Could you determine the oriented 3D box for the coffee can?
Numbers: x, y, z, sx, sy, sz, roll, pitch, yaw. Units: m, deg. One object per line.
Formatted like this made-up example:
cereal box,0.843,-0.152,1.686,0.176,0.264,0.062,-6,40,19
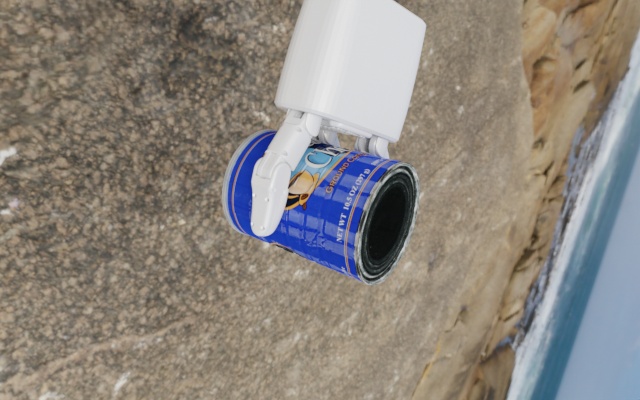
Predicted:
coffee can,0.000,0.001,0.416,0.140,0.103,0.103,18,10,31
